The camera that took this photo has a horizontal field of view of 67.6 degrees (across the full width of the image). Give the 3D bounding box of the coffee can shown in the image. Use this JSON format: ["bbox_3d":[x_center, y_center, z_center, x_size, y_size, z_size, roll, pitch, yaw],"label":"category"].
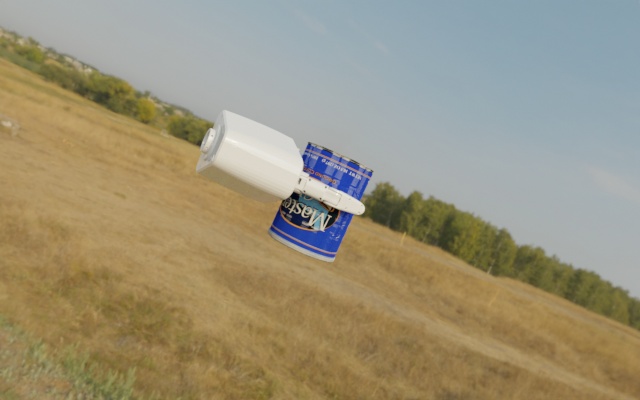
[{"bbox_3d":[0.000,0.002,0.674,0.103,0.140,0.103,24,2,-1],"label":"coffee can"}]
